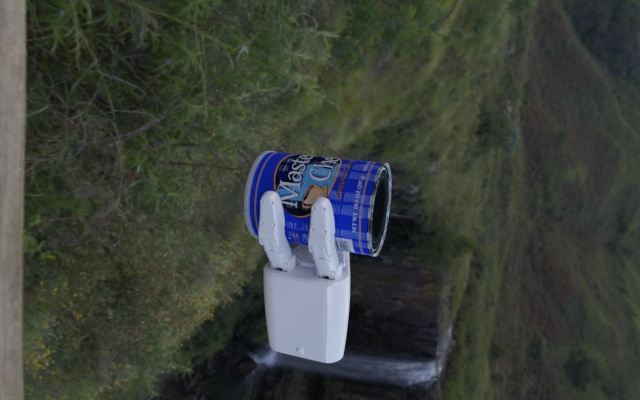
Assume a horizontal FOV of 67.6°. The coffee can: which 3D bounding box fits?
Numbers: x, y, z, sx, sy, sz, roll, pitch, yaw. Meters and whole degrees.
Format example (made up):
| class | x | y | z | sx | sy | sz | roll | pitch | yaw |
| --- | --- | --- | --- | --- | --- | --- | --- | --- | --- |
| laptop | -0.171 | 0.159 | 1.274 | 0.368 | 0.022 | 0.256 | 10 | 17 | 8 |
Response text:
| class | x | y | z | sx | sy | sz | roll | pitch | yaw |
| --- | --- | --- | --- | --- | --- | --- | --- | --- | --- |
| coffee can | 0.000 | 0.002 | 0.533 | 0.140 | 0.103 | 0.103 | 7 | 2 | 18 |
